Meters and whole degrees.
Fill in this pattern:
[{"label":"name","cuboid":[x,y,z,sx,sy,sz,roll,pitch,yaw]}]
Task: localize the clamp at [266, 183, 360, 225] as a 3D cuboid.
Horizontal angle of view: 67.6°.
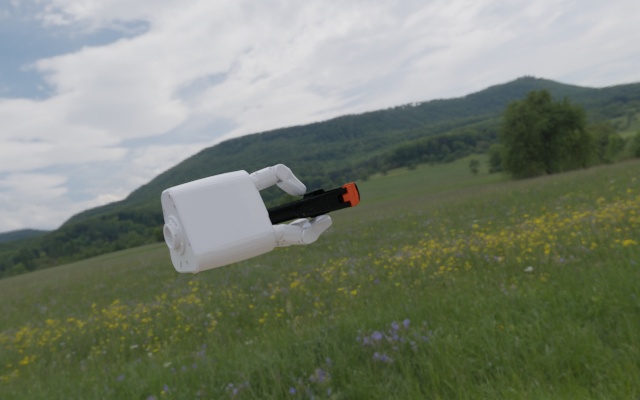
[{"label":"clamp","cuboid":[0.000,0.001,0.686,0.164,0.036,0.210,-19,2,-35]}]
